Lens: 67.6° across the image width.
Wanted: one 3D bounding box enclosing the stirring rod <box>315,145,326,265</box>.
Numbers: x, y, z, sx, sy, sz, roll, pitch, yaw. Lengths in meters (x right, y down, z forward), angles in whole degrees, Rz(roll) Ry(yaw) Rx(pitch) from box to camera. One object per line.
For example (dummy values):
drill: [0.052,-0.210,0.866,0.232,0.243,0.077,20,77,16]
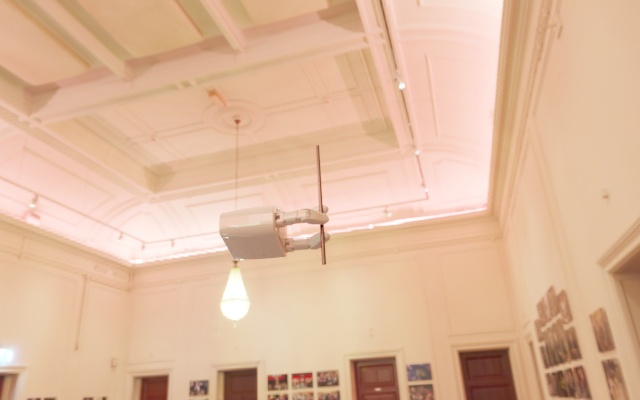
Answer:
stirring rod: [0.000,0.003,0.899,0.011,0.239,0.011,-3,-22,-1]
